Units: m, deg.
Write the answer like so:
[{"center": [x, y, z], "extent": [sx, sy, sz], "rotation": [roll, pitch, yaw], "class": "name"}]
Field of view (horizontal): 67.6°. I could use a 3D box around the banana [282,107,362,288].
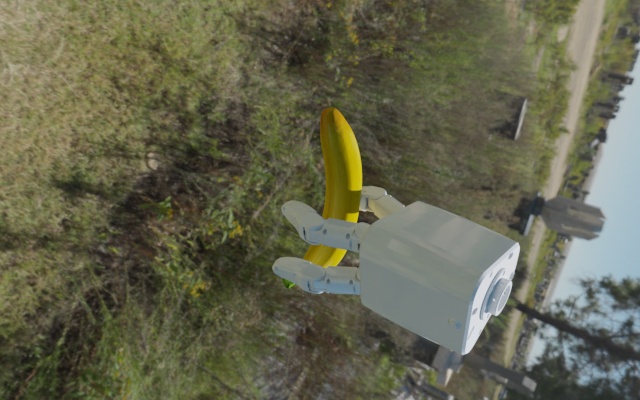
[{"center": [0.013, 0.003, 0.497], "extent": [0.069, 0.198, 0.037], "rotation": [-6, 25, -45], "class": "banana"}]
